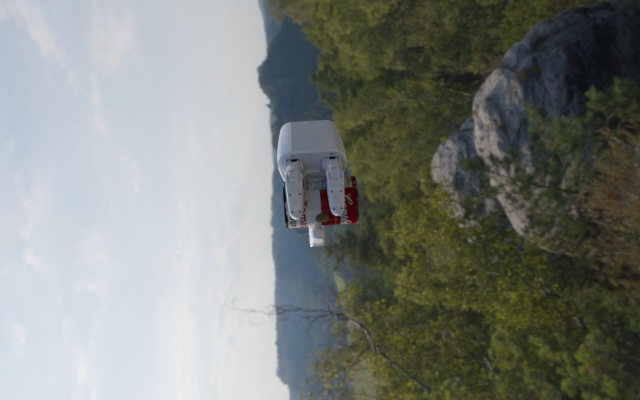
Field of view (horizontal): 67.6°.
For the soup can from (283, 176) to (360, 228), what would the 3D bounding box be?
[{"bbox_3d":[0.000,0.003,0.670,0.102,0.068,0.068,-4,0,-2],"label":"soup can"}]
